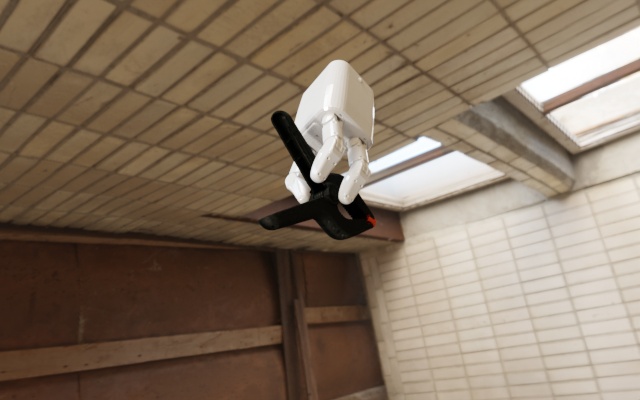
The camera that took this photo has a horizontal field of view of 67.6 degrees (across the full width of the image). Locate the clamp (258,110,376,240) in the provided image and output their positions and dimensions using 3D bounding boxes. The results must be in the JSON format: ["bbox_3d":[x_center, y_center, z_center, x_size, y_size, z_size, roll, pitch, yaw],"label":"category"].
[{"bbox_3d":[0.000,0.002,0.621,0.036,0.164,0.210,-20,-44,36],"label":"clamp"}]
